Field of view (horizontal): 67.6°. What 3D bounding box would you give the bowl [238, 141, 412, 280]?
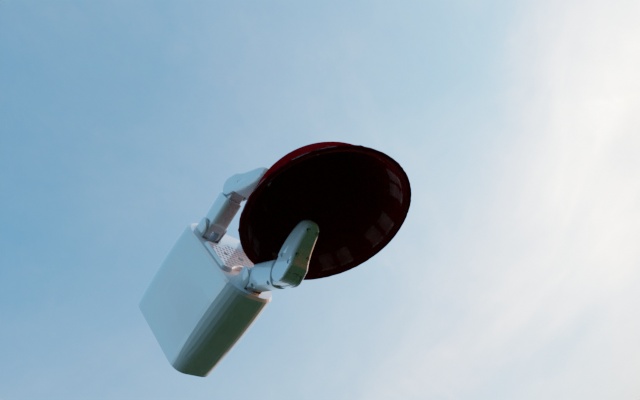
[{"bbox_3d":[0.001,0.000,0.448,0.162,0.162,0.055,0,40,-21],"label":"bowl"}]
